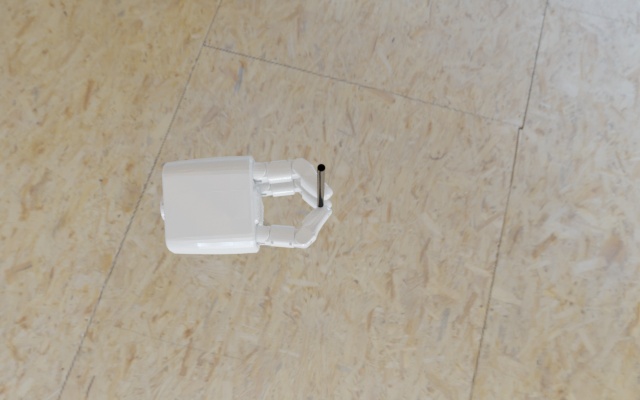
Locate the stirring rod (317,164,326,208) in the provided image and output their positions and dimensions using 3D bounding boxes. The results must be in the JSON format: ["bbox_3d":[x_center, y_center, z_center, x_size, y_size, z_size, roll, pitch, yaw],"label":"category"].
[{"bbox_3d":[0.000,0.002,0.570,0.011,0.011,0.239,0,-16,0],"label":"stirring rod"}]
